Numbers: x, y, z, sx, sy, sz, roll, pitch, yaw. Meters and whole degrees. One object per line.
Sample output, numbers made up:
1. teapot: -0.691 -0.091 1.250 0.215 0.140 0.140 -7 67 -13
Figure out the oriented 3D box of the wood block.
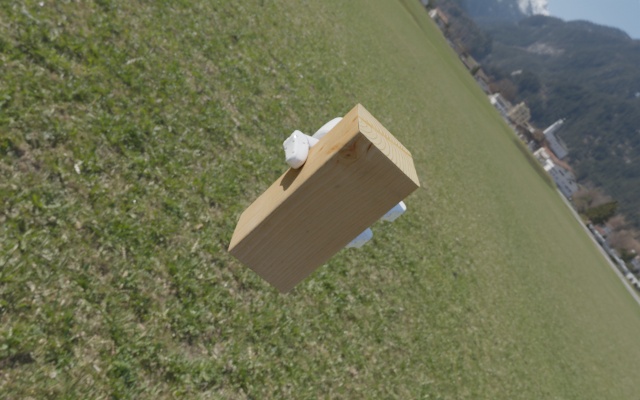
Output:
1. wood block: 0.000 0.001 0.546 0.206 0.091 0.090 -42 19 23
